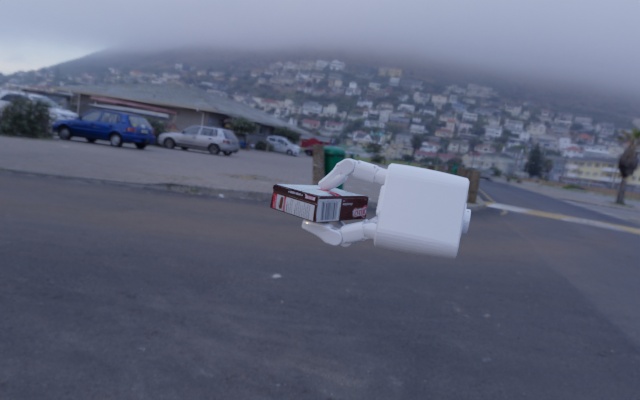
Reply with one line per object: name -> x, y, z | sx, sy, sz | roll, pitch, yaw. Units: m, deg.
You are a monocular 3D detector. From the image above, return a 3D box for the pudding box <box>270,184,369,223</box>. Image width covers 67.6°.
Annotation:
pudding box -> 0.000, 0.002, 0.678 | 0.090, 0.039, 0.113 | 15, 9, 40
